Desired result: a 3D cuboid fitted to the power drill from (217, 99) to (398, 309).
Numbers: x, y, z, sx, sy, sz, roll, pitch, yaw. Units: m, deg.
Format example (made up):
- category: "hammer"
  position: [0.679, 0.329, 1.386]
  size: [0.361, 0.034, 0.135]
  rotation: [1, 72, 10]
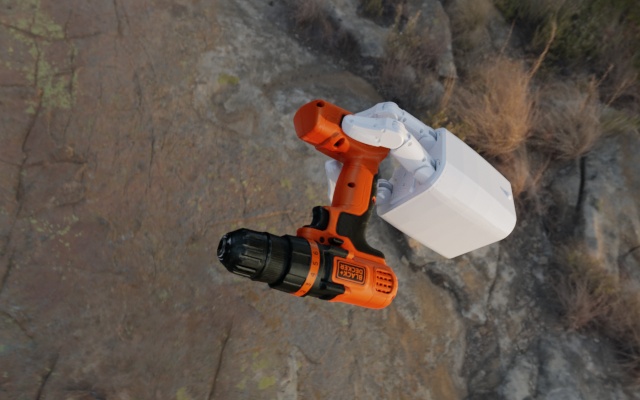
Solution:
- category: "power drill"
  position: [0.000, 0.001, 0.463]
  size: [0.184, 0.187, 0.057]
  rotation: [20, -23, -31]
